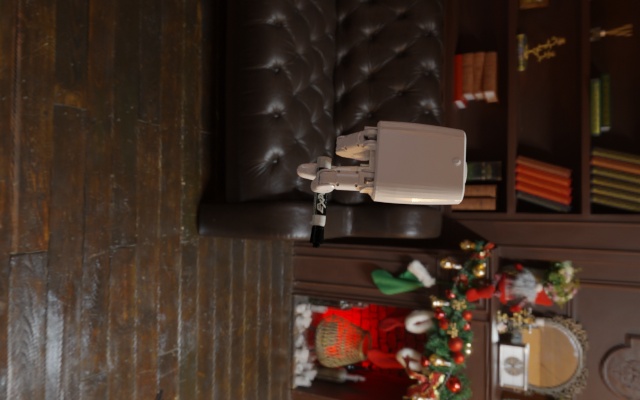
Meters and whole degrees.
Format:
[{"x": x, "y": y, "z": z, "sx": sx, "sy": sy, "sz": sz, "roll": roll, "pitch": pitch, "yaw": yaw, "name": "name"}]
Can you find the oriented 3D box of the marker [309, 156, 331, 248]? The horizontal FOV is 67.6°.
[{"x": 0.000, "y": 0.002, "z": 0.631, "sx": 0.020, "sy": 0.121, "sz": 0.020, "roll": 5, "pitch": -10, "yaw": 1, "name": "marker"}]
